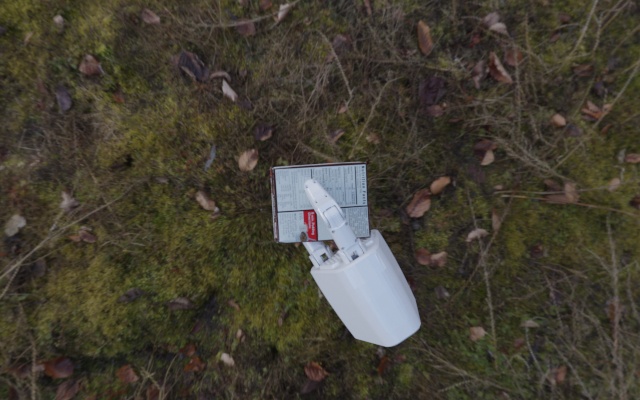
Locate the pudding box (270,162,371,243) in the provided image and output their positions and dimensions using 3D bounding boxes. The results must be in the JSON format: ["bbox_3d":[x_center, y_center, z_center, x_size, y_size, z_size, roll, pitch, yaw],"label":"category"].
[{"bbox_3d":[0.000,0.002,0.557,0.113,0.090,0.039,-4,3,-9],"label":"pudding box"}]
